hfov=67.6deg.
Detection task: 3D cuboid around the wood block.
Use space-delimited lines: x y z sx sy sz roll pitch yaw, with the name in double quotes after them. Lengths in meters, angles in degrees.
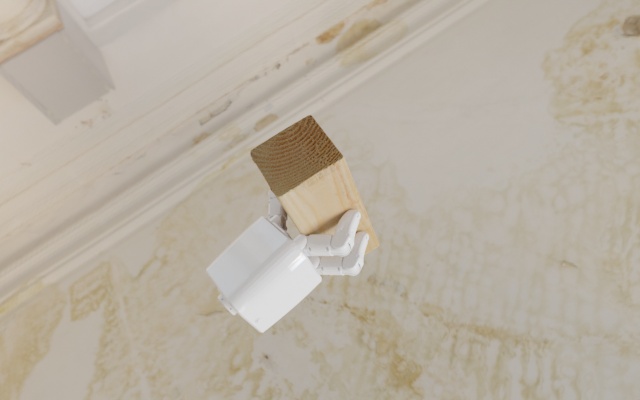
0.000 0.002 0.630 0.090 0.090 0.206 -32 -38 -3 "wood block"
